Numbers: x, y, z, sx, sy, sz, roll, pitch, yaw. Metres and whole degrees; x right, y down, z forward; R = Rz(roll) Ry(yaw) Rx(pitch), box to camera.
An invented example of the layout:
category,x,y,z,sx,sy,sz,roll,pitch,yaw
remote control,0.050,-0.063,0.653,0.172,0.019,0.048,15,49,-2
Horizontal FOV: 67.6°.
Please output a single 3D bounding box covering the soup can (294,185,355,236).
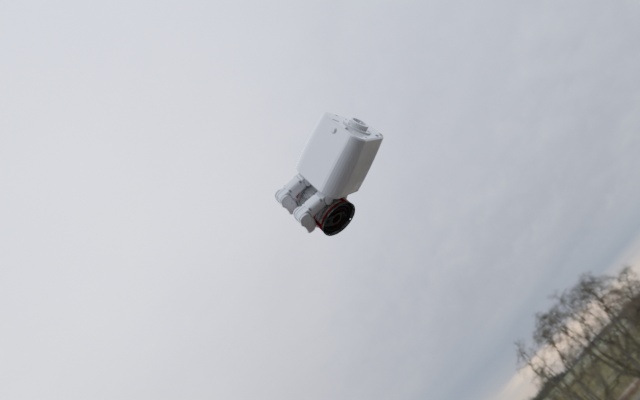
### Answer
category,x,y,z,sx,sy,sz,roll,pitch,yaw
soup can,0.000,0.003,0.805,0.068,0.068,0.102,0,34,-48
